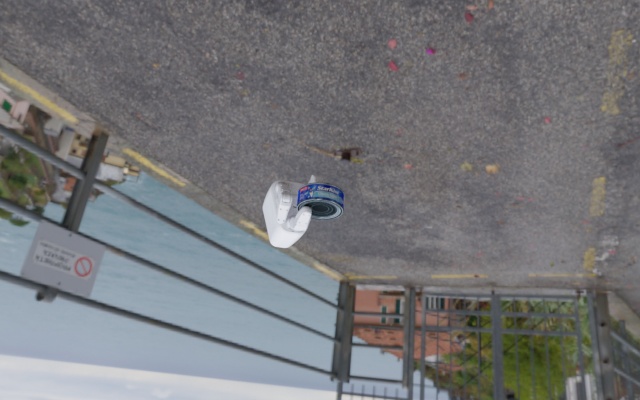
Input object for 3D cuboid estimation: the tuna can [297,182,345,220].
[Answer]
[{"bbox_3d":[0.000,0.003,0.854,0.086,0.033,0.086,4,-27,2],"label":"tuna can"}]
